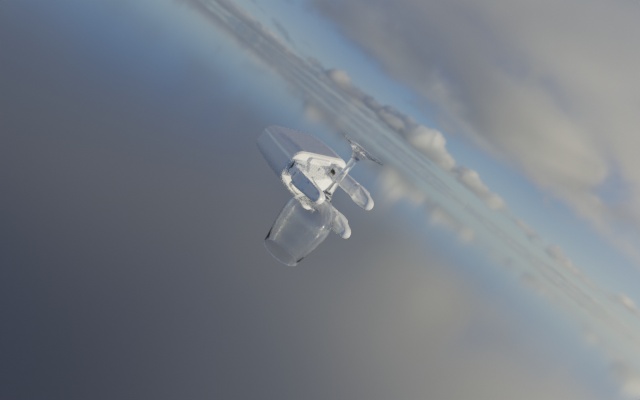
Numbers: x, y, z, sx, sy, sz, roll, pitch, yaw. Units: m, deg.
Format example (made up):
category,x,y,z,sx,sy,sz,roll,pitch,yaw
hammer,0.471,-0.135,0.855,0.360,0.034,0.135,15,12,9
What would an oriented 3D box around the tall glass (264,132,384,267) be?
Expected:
category,x,y,z,sx,sy,sz,roll,pitch,yaw
tall glass,0.001,0.002,0.698,0.079,0.201,0.079,37,10,-8
